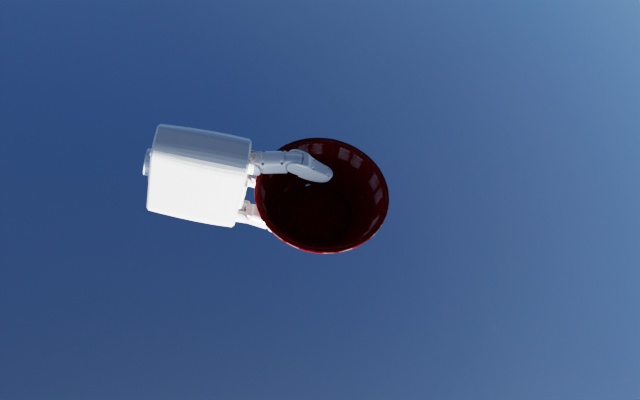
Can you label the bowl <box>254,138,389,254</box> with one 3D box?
[{"bbox_3d":[0.001,0.003,0.589,0.162,0.162,0.055,0,-31,-6],"label":"bowl"}]
